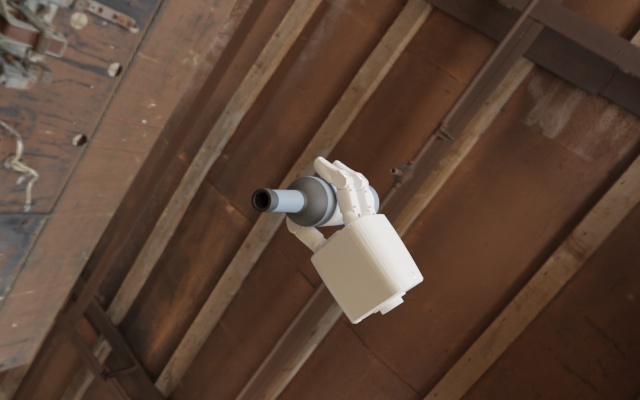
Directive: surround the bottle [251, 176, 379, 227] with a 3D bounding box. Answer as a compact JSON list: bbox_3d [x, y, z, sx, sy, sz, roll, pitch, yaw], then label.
[{"bbox_3d":[0.000,0.002,0.657,0.069,0.069,0.296,0,-1,26],"label":"bottle"}]
